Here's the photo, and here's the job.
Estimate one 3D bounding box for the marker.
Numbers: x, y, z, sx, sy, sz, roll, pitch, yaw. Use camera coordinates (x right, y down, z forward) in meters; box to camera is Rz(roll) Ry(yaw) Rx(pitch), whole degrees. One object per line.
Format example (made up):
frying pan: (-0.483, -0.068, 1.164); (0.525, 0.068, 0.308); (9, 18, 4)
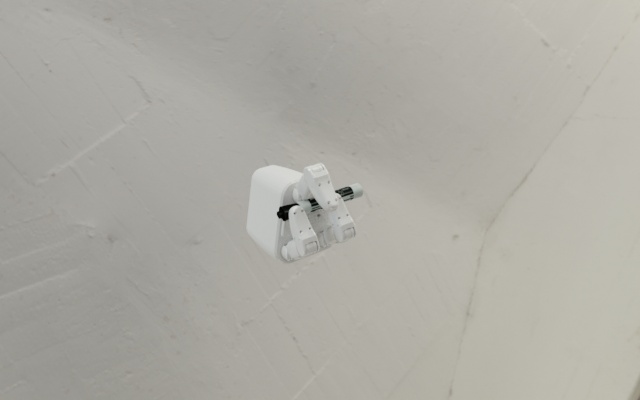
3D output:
marker: (0.000, 0.002, 0.603); (0.121, 0.020, 0.020); (-17, 8, -27)
